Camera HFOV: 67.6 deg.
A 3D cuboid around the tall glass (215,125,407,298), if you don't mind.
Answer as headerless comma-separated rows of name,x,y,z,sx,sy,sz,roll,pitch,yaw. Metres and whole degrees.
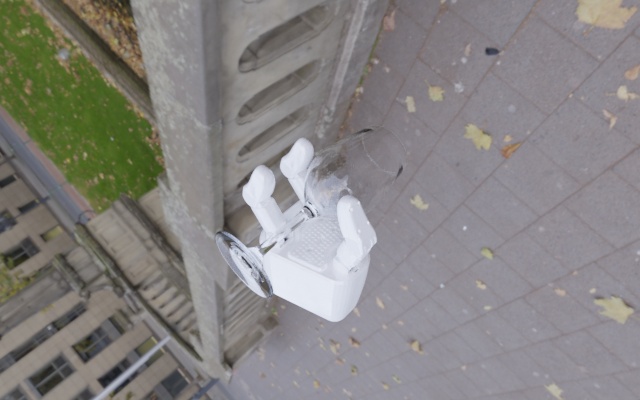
tall glass,0.000,0.002,0.465,0.201,0.079,0.079,-39,20,-27
